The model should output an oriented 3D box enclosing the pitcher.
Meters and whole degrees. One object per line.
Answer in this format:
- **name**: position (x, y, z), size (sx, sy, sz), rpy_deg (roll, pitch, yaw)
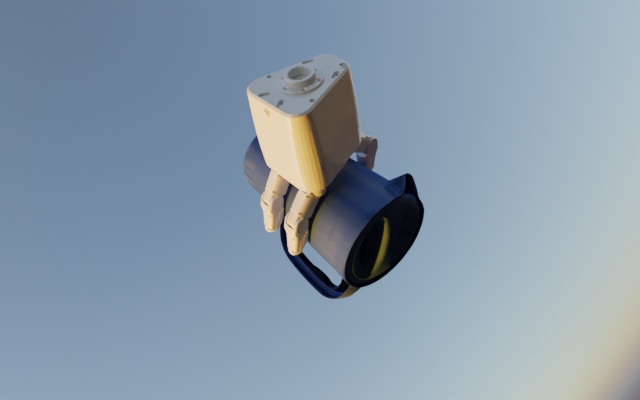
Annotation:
- **pitcher**: position (0.000, 0.002, 0.634), size (0.149, 0.145, 0.242), rpy_deg (-36, 51, -21)
